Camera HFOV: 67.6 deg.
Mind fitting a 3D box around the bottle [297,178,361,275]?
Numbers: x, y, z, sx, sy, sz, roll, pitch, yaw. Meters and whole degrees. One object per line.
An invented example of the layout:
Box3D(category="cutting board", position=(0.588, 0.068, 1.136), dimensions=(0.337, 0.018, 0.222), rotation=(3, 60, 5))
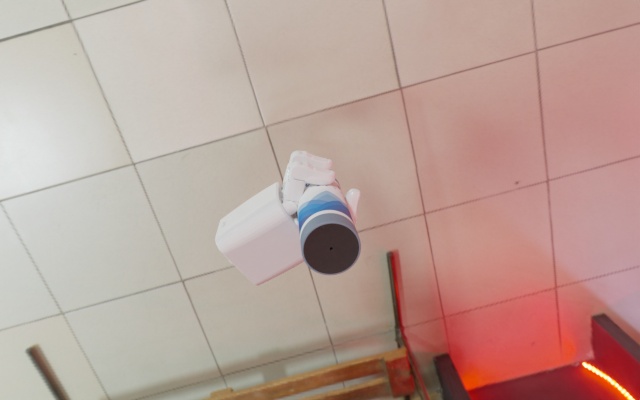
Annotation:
Box3D(category="bottle", position=(0.000, 0.002, 0.661), dimensions=(0.069, 0.069, 0.295), rotation=(0, 20, -5))
